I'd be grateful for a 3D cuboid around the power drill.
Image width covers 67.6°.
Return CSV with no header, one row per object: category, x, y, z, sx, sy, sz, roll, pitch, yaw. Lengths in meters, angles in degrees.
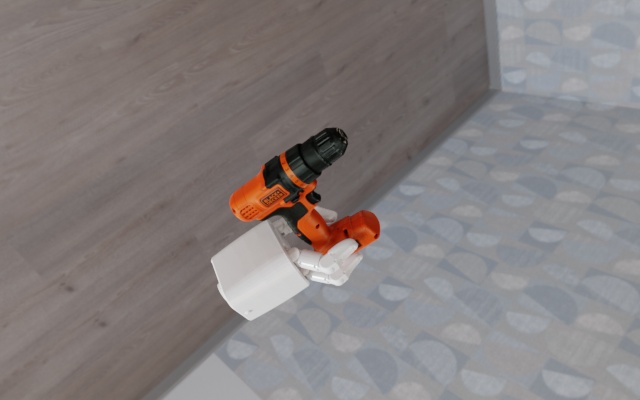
power drill,0.000,0.003,0.651,0.184,0.057,0.188,-32,-53,23
